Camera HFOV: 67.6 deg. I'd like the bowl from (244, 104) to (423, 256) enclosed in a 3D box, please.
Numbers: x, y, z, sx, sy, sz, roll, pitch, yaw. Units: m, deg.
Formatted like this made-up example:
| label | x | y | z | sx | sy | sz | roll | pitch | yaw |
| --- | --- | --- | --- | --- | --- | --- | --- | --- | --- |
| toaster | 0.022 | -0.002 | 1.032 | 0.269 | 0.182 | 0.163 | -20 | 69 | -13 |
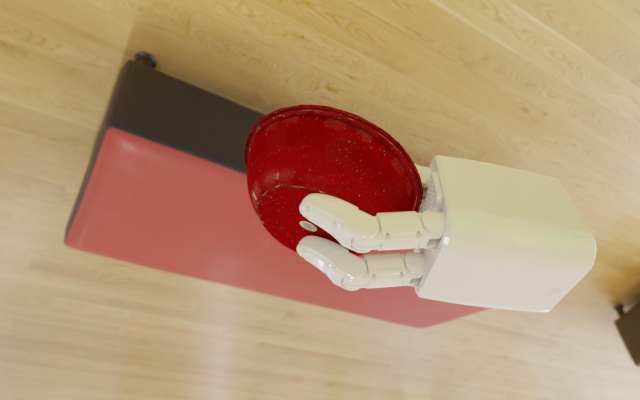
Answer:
| label | x | y | z | sx | sy | sz | roll | pitch | yaw |
| --- | --- | --- | --- | --- | --- | --- | --- | --- | --- |
| bowl | -0.001 | 0.001 | 0.400 | 0.162 | 0.055 | 0.162 | 14 | -39 | 12 |
